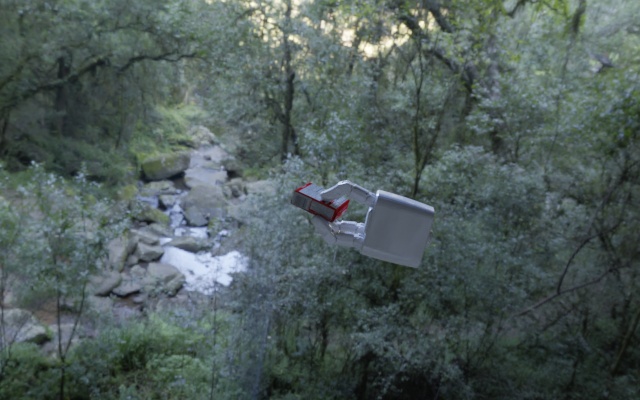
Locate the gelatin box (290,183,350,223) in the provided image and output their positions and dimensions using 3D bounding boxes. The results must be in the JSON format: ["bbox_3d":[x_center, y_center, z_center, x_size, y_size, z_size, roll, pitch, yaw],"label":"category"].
[{"bbox_3d":[0.000,0.002,0.878,0.089,0.030,0.073,25,22,14],"label":"gelatin box"}]
